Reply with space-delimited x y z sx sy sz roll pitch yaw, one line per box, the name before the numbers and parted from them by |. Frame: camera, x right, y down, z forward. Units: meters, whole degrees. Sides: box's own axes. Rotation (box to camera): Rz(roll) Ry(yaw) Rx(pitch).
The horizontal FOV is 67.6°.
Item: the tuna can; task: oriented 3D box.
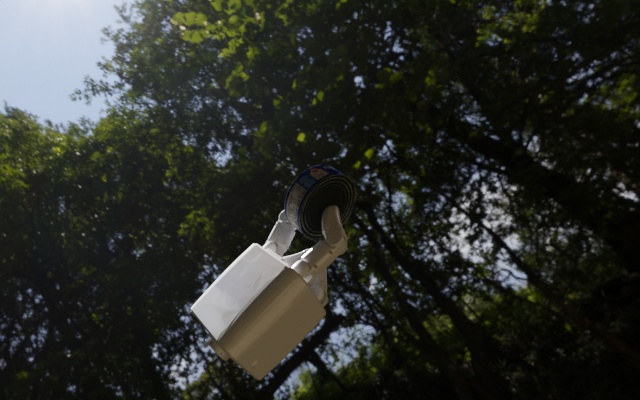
tuna can | 0.000 0.002 0.564 0.086 0.086 0.033 0 26 -44
